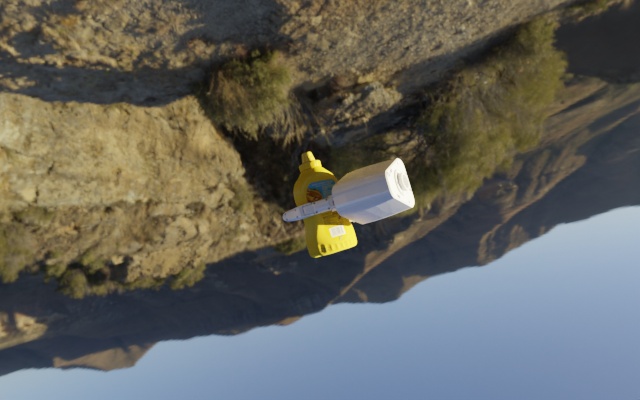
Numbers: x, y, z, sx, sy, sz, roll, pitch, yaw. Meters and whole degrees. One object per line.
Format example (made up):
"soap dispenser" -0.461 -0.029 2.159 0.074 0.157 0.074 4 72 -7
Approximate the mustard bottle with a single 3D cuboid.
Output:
"mustard bottle" 0.000 0.003 0.883 0.096 0.191 0.058 -13 -5 -36
